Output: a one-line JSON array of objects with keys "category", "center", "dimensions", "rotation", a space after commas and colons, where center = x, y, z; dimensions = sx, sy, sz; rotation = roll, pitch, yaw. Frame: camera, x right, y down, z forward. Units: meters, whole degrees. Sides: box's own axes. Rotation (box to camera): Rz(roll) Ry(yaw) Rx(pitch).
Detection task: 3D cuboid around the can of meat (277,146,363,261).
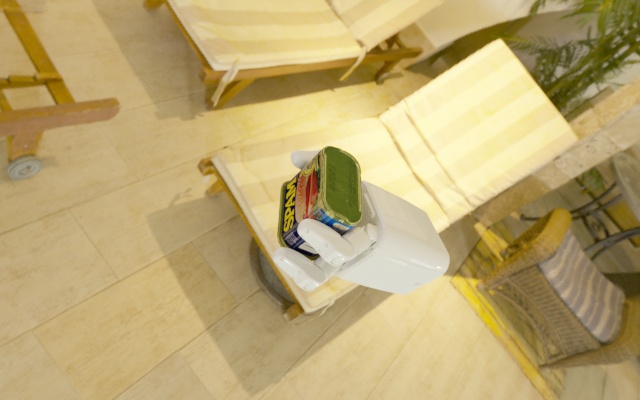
[{"category": "can of meat", "center": [0.000, 0.001, 0.521], "dimensions": [0.057, 0.102, 0.084], "rotation": [24, -43, -26]}]
